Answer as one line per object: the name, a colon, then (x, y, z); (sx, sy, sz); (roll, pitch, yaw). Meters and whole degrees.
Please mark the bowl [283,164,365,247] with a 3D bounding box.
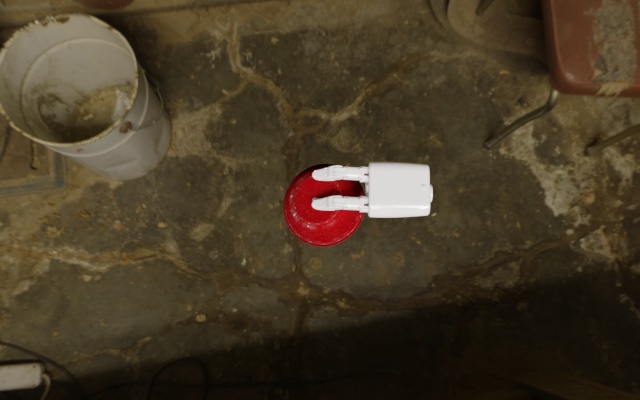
bowl: (-0.001, 0.003, 0.887); (0.162, 0.162, 0.055); (0, -11, 14)
